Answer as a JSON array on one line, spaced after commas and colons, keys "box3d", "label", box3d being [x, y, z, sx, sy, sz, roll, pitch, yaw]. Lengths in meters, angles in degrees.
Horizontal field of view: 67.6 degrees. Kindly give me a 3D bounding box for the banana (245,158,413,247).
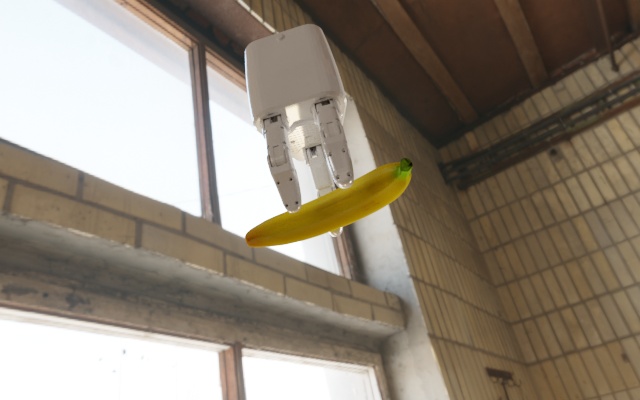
[{"box3d": [0.014, 0.004, 0.478, 0.198, 0.037, 0.070, -28, -27, 28], "label": "banana"}]
